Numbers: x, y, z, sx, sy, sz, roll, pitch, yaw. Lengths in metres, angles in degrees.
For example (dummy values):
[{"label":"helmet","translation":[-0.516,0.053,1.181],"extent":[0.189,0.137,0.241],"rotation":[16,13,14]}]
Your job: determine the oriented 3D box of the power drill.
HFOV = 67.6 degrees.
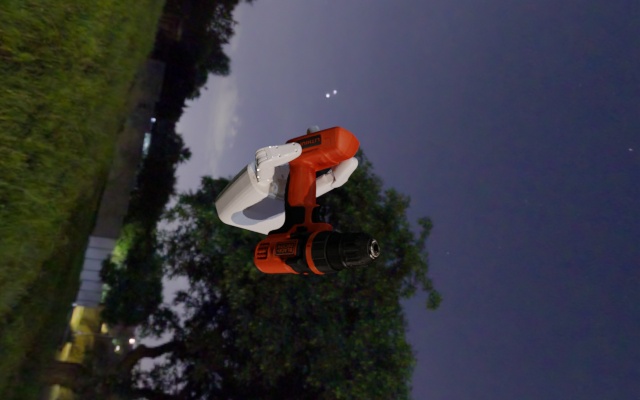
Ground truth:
[{"label":"power drill","translation":[0.000,0.002,0.609],"extent":[0.184,0.187,0.057],"rotation":[-8,-28,37]}]
